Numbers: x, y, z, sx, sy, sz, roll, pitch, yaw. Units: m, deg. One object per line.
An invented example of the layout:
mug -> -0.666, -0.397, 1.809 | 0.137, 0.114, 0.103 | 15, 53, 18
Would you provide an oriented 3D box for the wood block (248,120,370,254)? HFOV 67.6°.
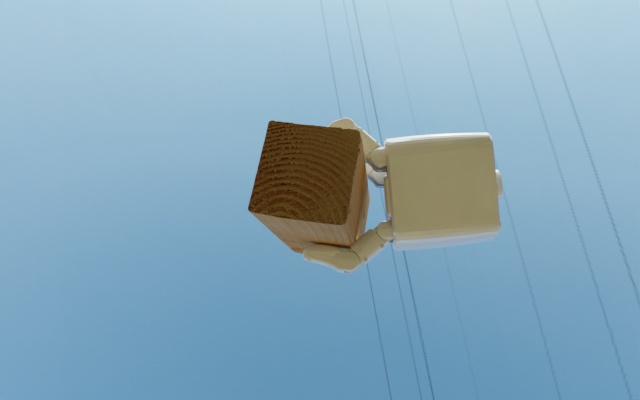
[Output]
wood block -> 0.000, 0.002, 0.517 | 0.090, 0.090, 0.206 | 8, -15, 11
